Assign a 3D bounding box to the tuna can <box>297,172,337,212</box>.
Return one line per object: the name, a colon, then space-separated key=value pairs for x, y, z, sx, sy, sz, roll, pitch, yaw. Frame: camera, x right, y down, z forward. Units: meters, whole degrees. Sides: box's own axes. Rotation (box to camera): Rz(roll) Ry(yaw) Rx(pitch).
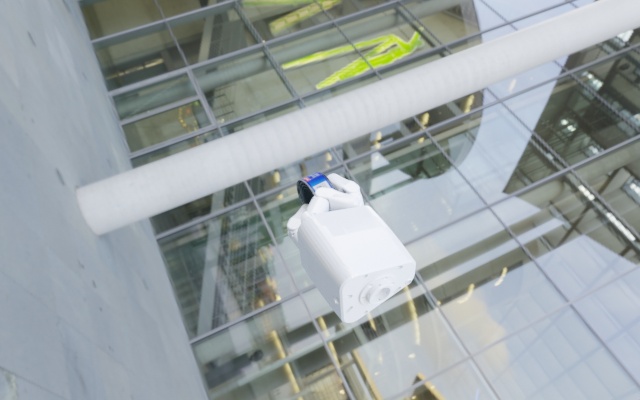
tuna can: x=0.001 y=0.002 z=0.703 sx=0.034 sy=0.086 sz=0.086 roll=-27 pitch=8 yaw=-17
